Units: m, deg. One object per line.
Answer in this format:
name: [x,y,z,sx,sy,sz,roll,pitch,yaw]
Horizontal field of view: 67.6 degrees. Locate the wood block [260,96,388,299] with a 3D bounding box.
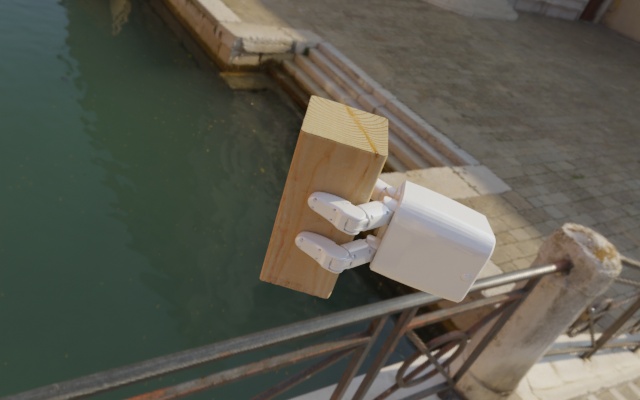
wood block: [0.001,0.002,0.545,0.090,0.206,0.090,17,35,-3]
